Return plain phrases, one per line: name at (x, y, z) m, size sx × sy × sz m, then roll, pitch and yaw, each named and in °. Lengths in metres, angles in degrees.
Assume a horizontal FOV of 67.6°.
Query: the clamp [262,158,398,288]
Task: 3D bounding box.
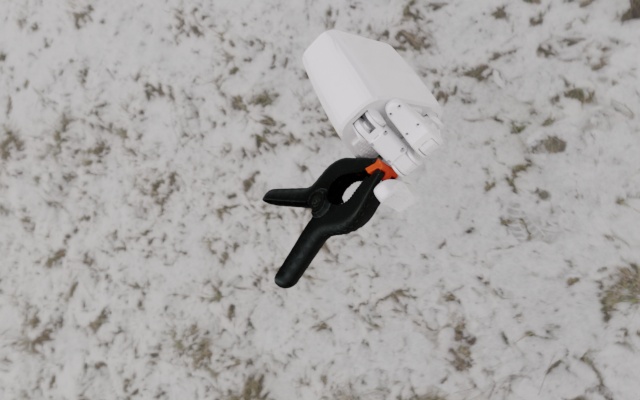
clamp at (0.000, 0.001, 0.502) m, size 0.171 × 0.120 × 0.039 m, roll -39°, pitch -34°, yaw 22°
